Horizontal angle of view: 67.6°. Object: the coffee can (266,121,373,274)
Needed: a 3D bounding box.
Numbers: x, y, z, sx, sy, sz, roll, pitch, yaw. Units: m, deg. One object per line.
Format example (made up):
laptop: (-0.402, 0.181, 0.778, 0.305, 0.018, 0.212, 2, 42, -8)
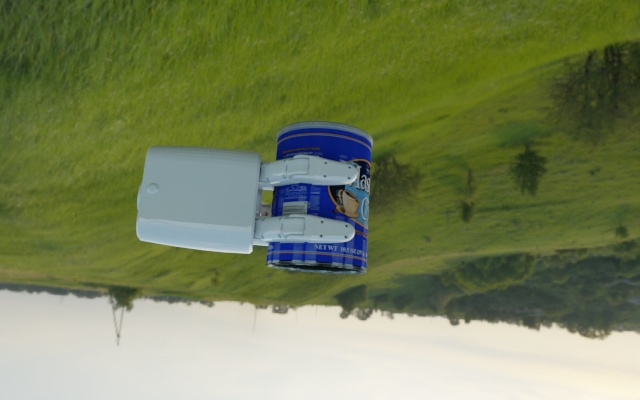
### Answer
coffee can: (0.000, 0.002, 0.497, 0.103, 0.140, 0.103, 4, -12, 1)
